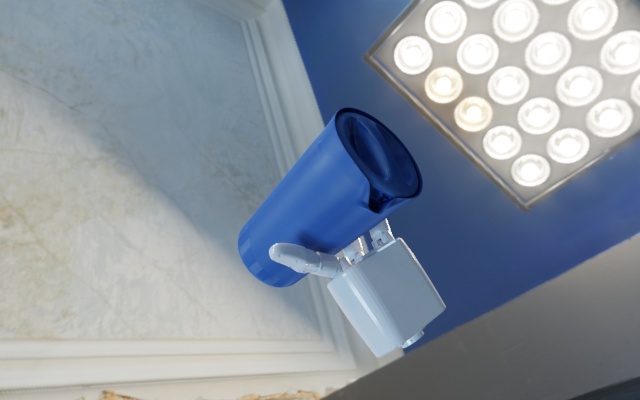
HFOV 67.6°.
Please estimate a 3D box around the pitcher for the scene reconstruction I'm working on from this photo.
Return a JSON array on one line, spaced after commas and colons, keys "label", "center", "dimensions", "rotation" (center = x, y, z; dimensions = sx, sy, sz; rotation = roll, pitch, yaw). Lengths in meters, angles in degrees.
[{"label": "pitcher", "center": [0.000, 0.002, 0.612], "dimensions": [0.243, 0.145, 0.149], "rotation": [-43, -14, 34]}]
